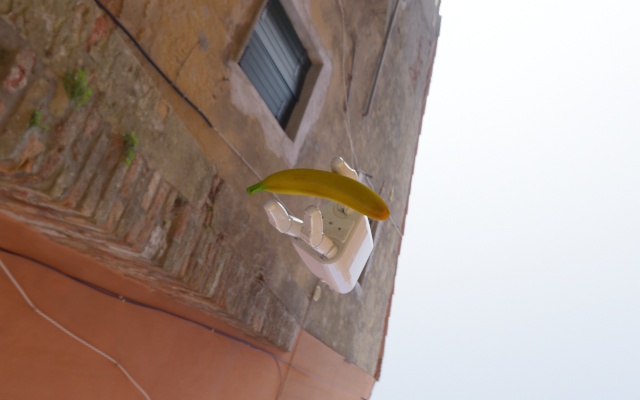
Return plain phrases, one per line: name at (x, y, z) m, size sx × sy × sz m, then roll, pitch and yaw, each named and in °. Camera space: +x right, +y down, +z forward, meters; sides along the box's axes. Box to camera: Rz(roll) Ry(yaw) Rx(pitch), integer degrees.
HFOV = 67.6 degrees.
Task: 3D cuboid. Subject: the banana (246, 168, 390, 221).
banana at (0.004, -0.011, 0.635) m, size 0.198 × 0.037 × 0.069 m, roll 9°, pitch 48°, yaw 22°
